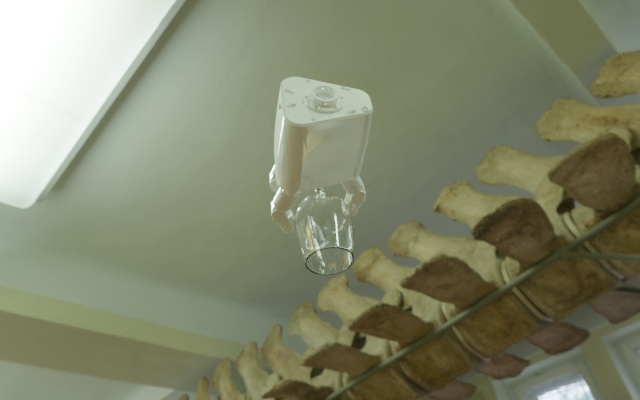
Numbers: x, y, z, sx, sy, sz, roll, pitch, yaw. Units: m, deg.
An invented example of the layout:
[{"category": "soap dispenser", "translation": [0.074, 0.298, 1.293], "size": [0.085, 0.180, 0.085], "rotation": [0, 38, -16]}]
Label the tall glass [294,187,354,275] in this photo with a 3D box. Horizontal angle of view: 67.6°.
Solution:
[{"category": "tall glass", "translation": [0.000, 0.002, 0.661], "size": [0.079, 0.200, 0.079], "rotation": [-5, -41, -4]}]
